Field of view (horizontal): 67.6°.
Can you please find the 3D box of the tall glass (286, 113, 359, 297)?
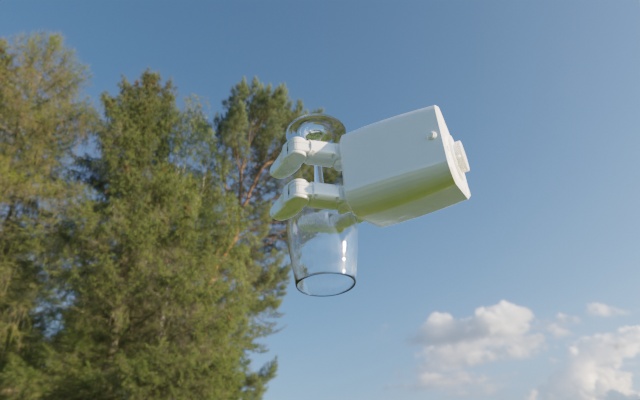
[{"bbox_3d":[0.000,0.001,0.535,0.079,0.201,0.079,-2,-32,-2],"label":"tall glass"}]
